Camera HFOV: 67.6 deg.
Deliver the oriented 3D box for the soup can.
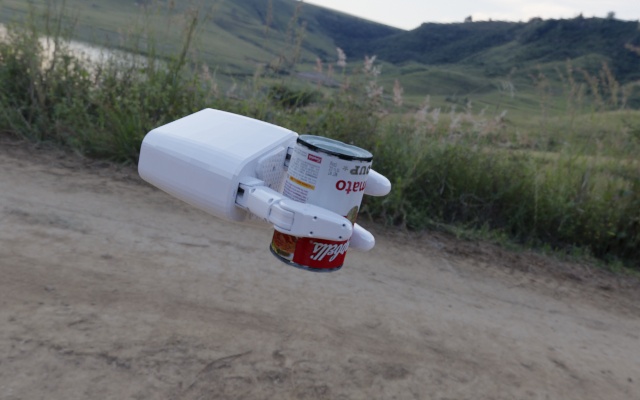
[{"bbox_3d":[0.001,0.001,0.412,0.068,0.102,0.068,14,15,-4],"label":"soup can"}]
